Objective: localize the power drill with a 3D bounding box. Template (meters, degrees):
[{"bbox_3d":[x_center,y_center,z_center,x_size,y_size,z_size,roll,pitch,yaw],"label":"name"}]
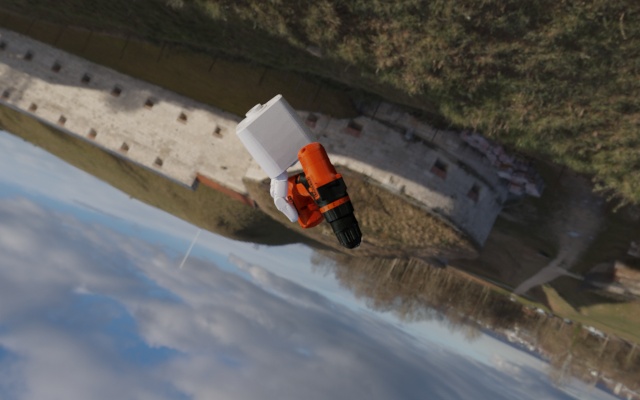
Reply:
[{"bbox_3d":[0.000,0.003,0.842,0.057,0.184,0.188,-23,-1,-20],"label":"power drill"}]
